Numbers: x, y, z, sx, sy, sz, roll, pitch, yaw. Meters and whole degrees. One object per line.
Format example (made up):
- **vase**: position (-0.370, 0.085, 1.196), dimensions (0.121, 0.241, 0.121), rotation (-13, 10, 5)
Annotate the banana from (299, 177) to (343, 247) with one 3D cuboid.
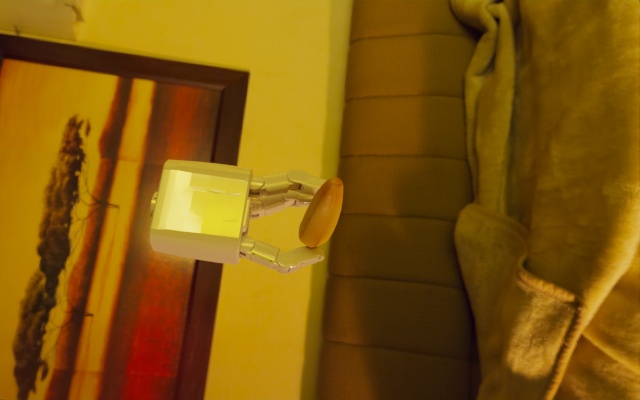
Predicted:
- **banana**: position (-0.003, 0.020, 0.561), dimensions (0.037, 0.069, 0.198), rotation (11, -7, -4)
